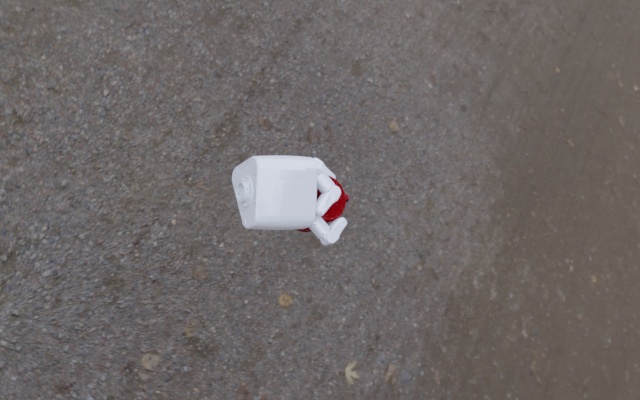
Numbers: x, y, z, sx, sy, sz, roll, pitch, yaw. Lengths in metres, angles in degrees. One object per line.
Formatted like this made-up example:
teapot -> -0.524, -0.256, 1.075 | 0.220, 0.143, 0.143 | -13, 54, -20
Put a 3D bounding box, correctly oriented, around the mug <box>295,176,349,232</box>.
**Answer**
mug -> 0.001, 0.003, 0.845 | 0.117, 0.093, 0.081 | -2, -11, -36
